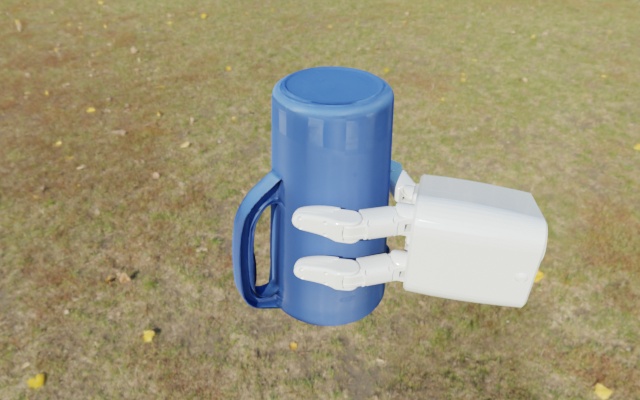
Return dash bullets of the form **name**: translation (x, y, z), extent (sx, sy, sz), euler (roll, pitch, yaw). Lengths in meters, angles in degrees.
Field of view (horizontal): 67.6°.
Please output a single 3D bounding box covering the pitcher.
- **pitcher**: translation (0.000, 0.002, 0.477), extent (0.145, 0.243, 0.149), euler (10, 35, 13)
